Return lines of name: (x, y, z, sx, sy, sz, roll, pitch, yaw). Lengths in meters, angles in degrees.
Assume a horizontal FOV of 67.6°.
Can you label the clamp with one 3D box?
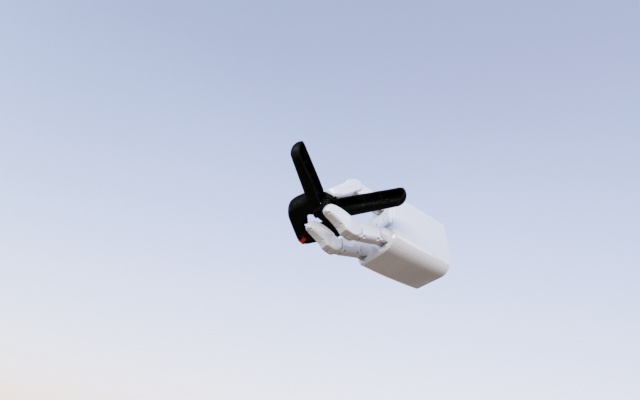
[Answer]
clamp: (0.000, 0.002, 0.690, 0.164, 0.036, 0.210, 29, -37, -13)
